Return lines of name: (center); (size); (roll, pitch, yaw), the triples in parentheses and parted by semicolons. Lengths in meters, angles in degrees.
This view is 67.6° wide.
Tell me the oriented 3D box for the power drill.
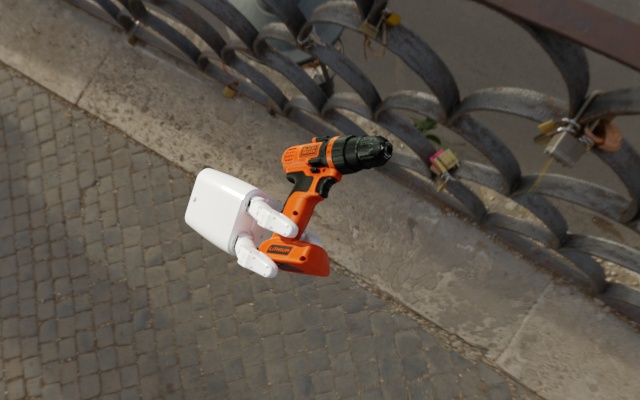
power drill: (0.000, 0.002, 0.622); (0.184, 0.187, 0.057); (-4, -30, 47)
